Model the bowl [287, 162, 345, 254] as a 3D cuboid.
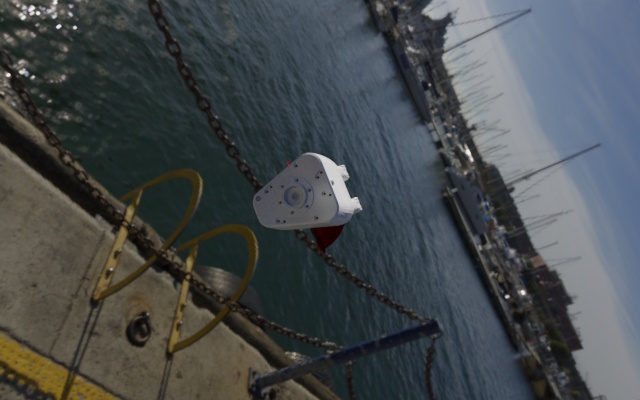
[{"bbox_3d":[0.001,0.002,0.781,0.055,0.162,0.162,-22,-1,2],"label":"bowl"}]
